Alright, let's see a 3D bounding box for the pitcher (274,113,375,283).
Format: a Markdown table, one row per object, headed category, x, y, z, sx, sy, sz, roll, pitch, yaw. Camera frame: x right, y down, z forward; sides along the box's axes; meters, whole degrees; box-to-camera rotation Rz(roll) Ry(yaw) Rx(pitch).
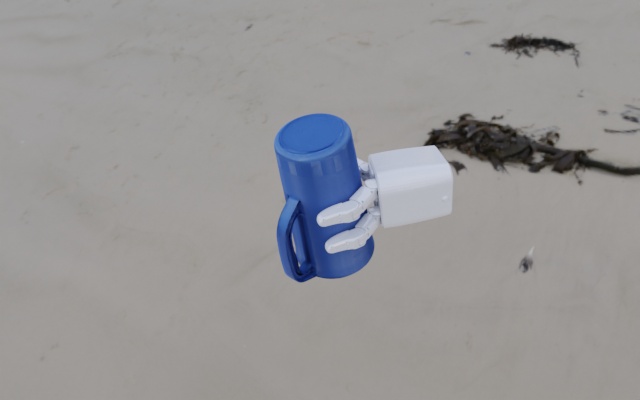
| category | x | y | z | sx | sy | sz | roll | pitch | yaw |
| --- | --- | --- | --- | --- | --- | --- | --- | --- | --- |
| pitcher | 0.000 | 0.002 | 0.718 | 0.145 | 0.243 | 0.149 | -10 | 42 | 3 |
